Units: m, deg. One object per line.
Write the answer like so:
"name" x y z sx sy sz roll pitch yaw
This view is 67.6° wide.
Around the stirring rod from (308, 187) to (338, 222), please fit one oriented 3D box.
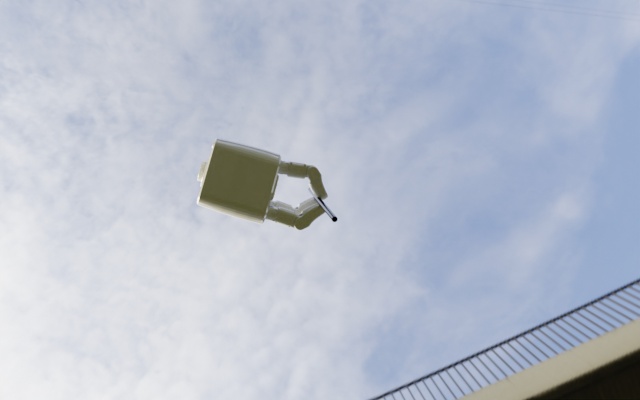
"stirring rod" 0.000 0.002 0.752 0.011 0.011 0.239 0 11 -9
